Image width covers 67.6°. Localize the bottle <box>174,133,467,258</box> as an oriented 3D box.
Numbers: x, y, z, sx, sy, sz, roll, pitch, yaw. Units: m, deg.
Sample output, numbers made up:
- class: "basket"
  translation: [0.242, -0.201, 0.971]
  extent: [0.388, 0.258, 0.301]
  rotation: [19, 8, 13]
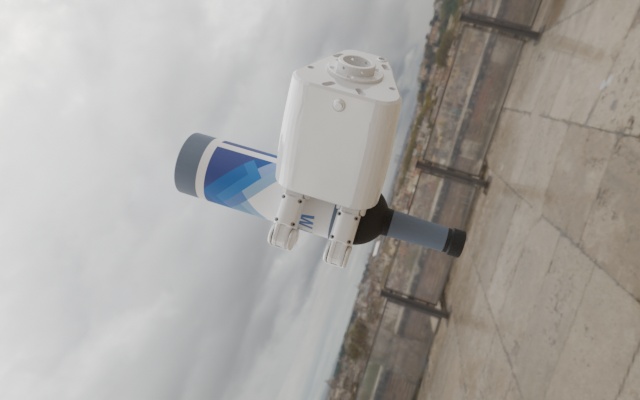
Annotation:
- class: "bottle"
  translation: [0.000, 0.002, 0.490]
  extent: [0.295, 0.069, 0.069]
  rotation: [17, 2, 8]
